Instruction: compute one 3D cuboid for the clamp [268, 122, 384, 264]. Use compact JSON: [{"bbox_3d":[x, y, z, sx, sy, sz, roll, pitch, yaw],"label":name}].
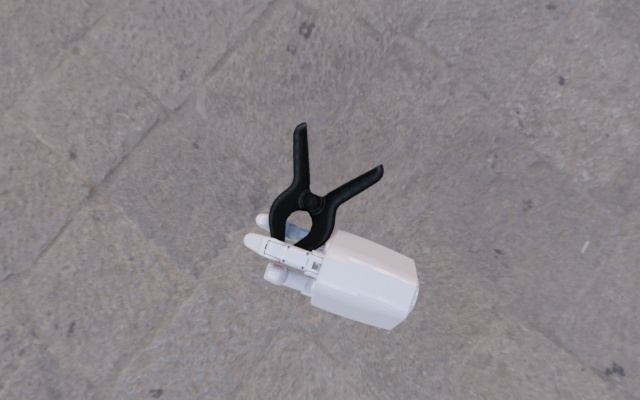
[{"bbox_3d":[0.000,0.002,0.572,0.120,0.171,0.039,20,-6,5],"label":"clamp"}]
